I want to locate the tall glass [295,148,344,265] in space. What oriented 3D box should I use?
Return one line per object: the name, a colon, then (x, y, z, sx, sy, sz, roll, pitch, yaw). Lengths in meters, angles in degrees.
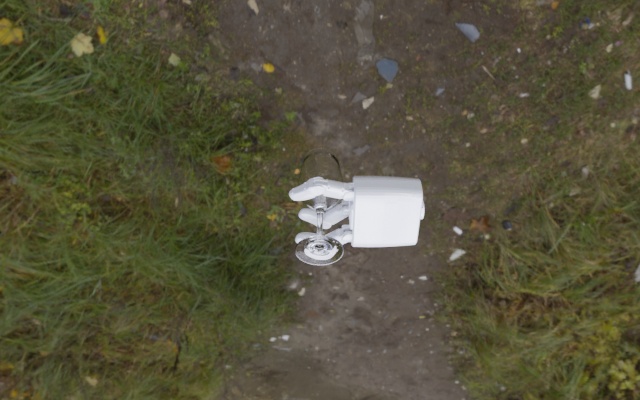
tall glass: (0.000, 0.003, 0.784, 0.079, 0.200, 0.079, 0, -42, 0)
